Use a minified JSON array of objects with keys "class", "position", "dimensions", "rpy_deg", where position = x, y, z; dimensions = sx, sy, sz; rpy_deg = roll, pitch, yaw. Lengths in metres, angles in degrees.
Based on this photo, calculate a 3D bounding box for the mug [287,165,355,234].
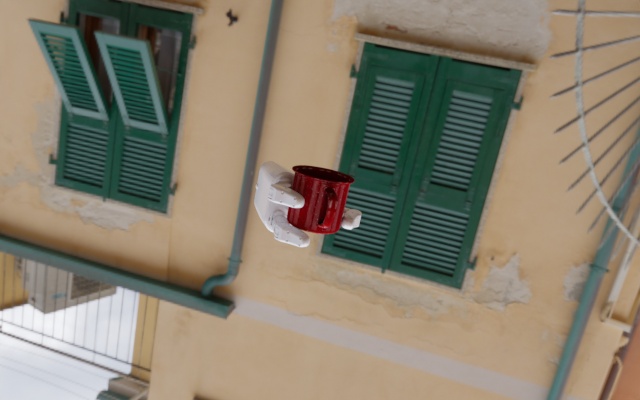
[{"class":"mug","position":[0.001,0.003,0.691],"dimensions":[0.093,0.081,0.117],"rpy_deg":[7,15,-20]}]
